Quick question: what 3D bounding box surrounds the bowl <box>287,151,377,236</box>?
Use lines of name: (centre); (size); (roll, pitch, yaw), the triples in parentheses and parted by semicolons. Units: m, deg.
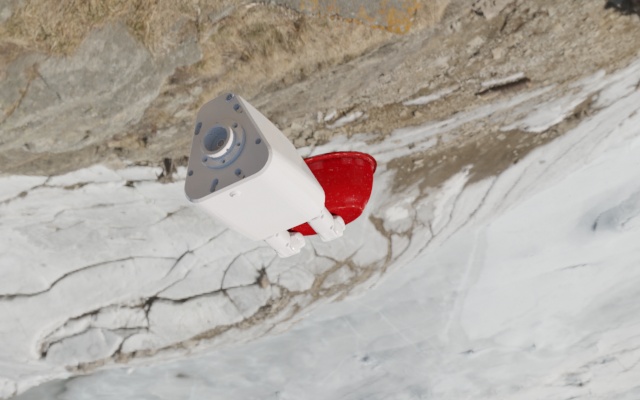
bowl: (0.001, 0.002, 0.586); (0.162, 0.055, 0.162); (-15, -19, -5)
